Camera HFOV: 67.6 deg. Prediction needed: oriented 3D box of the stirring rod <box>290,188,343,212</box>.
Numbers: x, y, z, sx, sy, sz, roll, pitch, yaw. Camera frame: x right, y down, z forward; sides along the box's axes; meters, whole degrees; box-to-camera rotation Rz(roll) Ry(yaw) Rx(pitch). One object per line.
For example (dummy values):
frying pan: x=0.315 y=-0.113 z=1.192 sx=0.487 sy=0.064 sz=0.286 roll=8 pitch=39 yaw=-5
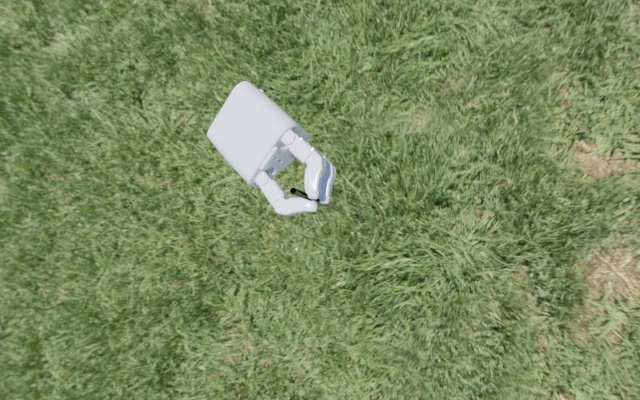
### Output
stirring rod: x=0.000 y=0.002 z=0.700 sx=0.011 sy=0.011 sz=0.239 roll=0 pitch=-7 yaw=16
